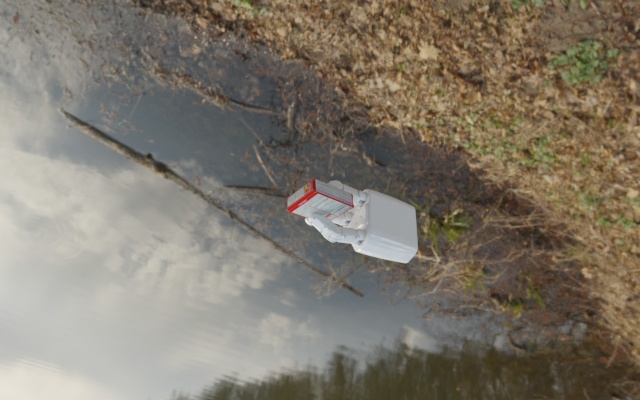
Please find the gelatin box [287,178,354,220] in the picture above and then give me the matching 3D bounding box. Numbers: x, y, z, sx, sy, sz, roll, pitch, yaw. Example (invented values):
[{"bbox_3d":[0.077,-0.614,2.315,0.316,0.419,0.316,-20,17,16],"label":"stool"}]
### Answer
[{"bbox_3d":[0.000,0.003,0.800,0.089,0.030,0.073,20,-39,-36],"label":"gelatin box"}]
